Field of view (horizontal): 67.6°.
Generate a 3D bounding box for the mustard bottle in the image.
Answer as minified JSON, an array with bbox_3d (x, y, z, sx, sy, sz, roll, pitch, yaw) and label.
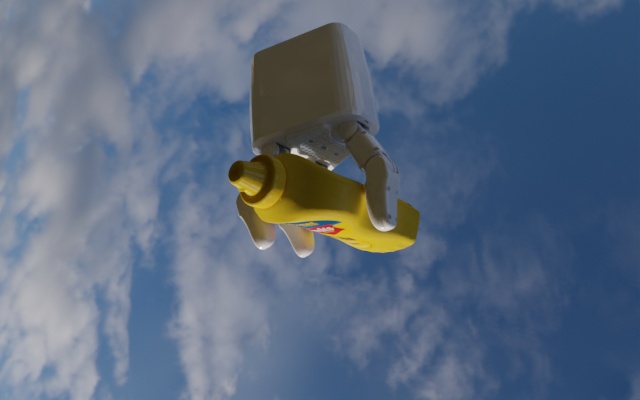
[{"bbox_3d":[0.000,0.002,0.416,0.096,0.058,0.192,6,-10,43],"label":"mustard bottle"}]
